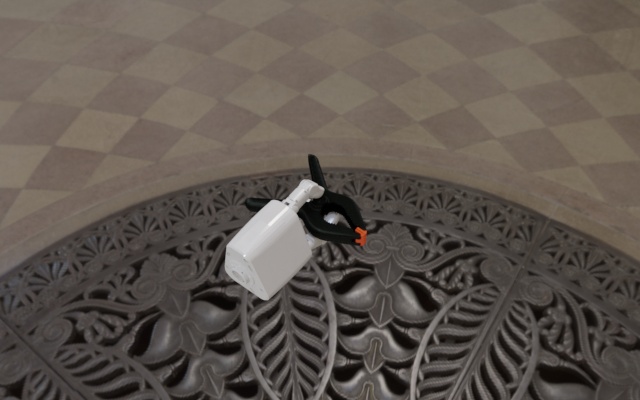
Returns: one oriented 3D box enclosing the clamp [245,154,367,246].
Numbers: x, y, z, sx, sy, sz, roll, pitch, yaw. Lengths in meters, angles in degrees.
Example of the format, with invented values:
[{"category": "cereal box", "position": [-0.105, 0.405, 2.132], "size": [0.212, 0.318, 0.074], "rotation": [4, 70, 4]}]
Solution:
[{"category": "clamp", "position": [0.000, 0.002, 0.808], "size": [0.210, 0.036, 0.164], "rotation": [28, 56, 25]}]
